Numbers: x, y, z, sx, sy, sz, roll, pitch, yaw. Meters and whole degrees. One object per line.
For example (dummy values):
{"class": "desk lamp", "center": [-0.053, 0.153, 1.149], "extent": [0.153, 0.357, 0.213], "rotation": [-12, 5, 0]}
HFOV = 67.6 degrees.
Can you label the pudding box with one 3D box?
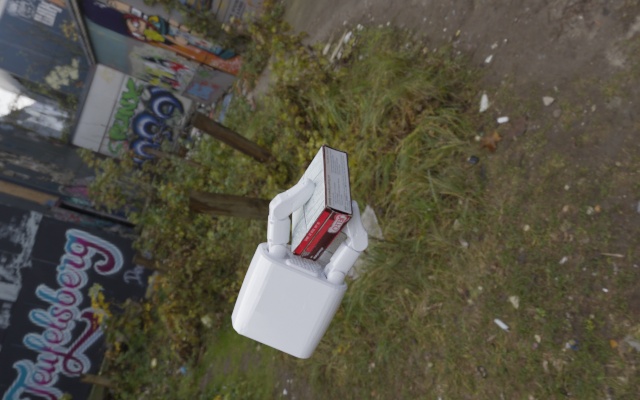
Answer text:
{"class": "pudding box", "center": [0.000, 0.002, 0.572], "extent": [0.039, 0.113, 0.090], "rotation": [19, -48, -21]}
